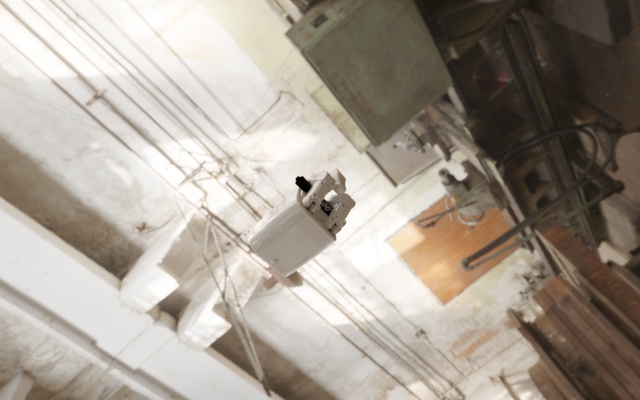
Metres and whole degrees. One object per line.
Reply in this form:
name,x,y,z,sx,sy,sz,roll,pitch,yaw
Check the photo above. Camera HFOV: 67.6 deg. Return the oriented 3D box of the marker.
marker,0.000,0.003,0.782,0.121,0.020,0.020,46,-25,-27
